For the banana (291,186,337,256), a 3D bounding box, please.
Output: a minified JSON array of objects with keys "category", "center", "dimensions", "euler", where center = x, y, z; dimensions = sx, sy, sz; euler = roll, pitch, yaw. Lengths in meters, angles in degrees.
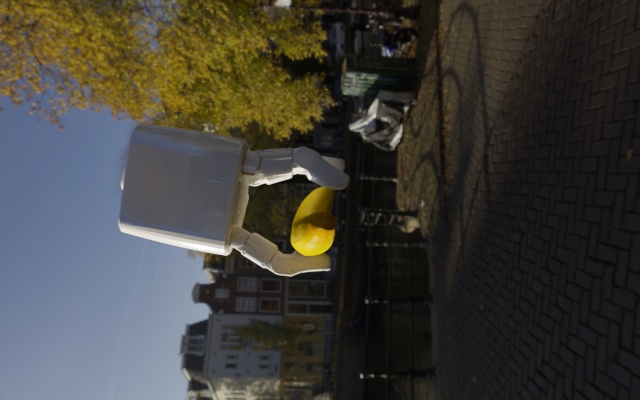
[{"category":"banana","center":[-0.006,0.018,0.469],"dimensions":[0.037,0.070,0.197],"euler":[19,15,-3]}]
